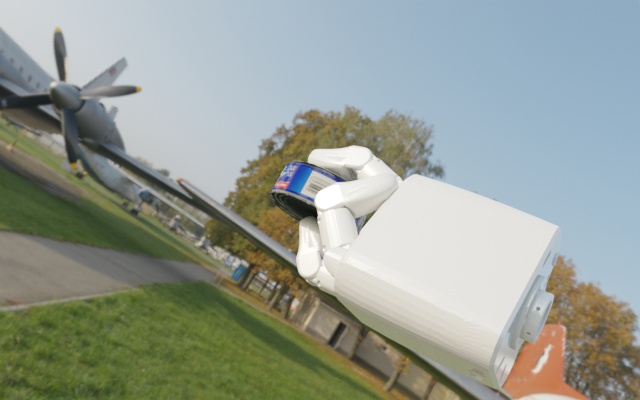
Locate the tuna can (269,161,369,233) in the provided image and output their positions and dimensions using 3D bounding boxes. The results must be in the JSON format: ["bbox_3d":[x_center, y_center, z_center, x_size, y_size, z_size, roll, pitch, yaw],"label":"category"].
[{"bbox_3d":[0.000,0.001,0.420,0.086,0.033,0.086,26,-14,7],"label":"tuna can"}]
